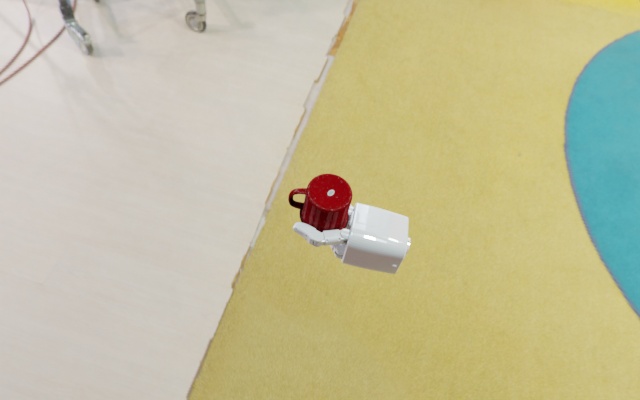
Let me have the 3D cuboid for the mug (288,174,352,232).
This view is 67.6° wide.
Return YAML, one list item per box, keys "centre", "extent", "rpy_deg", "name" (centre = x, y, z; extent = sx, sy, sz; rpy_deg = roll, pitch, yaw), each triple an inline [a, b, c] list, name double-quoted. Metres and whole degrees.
- centre: [-0.001, 0.002, 0.859]
  extent: [0.117, 0.093, 0.082]
  rpy_deg: [14, -34, 1]
  name: "mug"
